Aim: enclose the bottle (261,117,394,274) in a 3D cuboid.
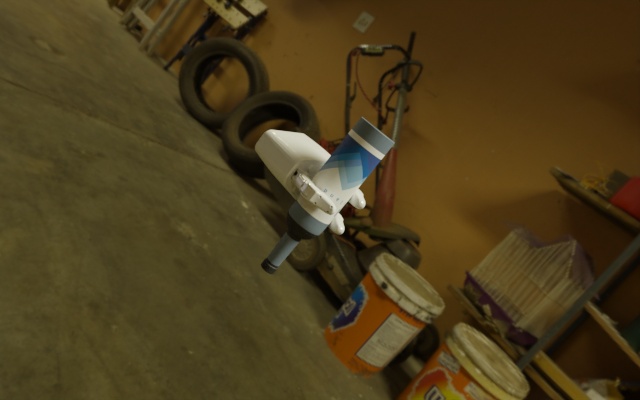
[{"bbox_3d":[0.000,0.002,0.773,0.069,0.296,0.069,37,12,-9],"label":"bottle"}]
